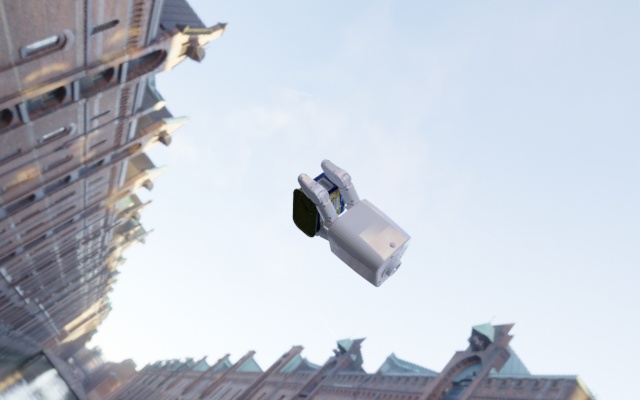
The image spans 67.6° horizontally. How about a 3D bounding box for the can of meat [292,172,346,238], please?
[{"bbox_3d":[0.000,0.003,0.838,0.057,0.102,0.084,37,56,26],"label":"can of meat"}]
